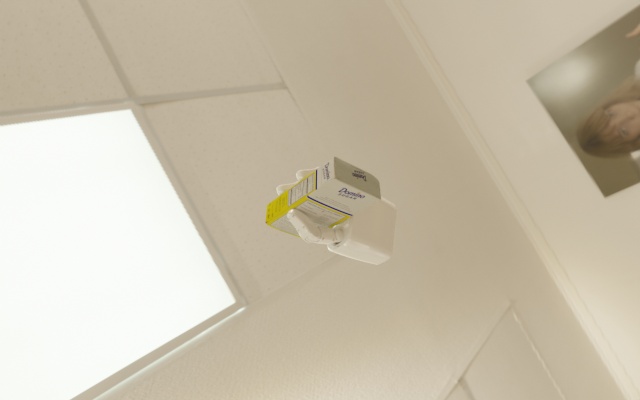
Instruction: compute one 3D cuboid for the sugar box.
[{"bbox_3d":[0.000,0.002,0.747,0.093,0.048,0.176,23,-40,-33],"label":"sugar box"}]
